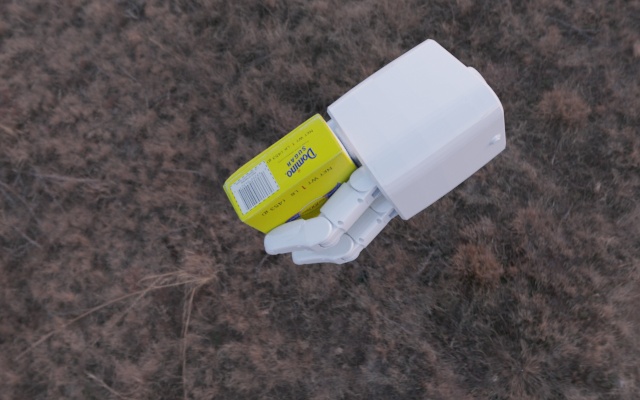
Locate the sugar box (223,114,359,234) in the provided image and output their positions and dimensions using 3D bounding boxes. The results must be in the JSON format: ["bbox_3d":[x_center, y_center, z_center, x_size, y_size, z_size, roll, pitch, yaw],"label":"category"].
[{"bbox_3d":[0.000,0.002,0.425,0.093,0.048,0.176,-34,-28,8],"label":"sugar box"}]
